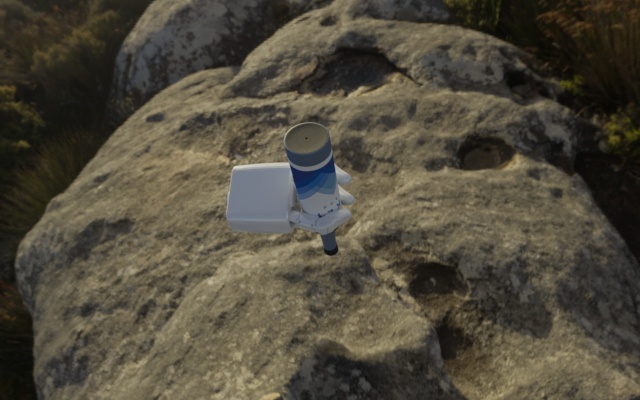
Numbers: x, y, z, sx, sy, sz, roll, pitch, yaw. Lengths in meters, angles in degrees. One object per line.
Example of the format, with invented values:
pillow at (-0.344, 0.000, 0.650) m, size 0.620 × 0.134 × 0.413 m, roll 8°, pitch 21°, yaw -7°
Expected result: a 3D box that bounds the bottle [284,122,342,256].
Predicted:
bottle at (0.000, 0.002, 0.789) m, size 0.069 × 0.069 × 0.296 m, roll 0°, pitch -38°, yaw 10°
